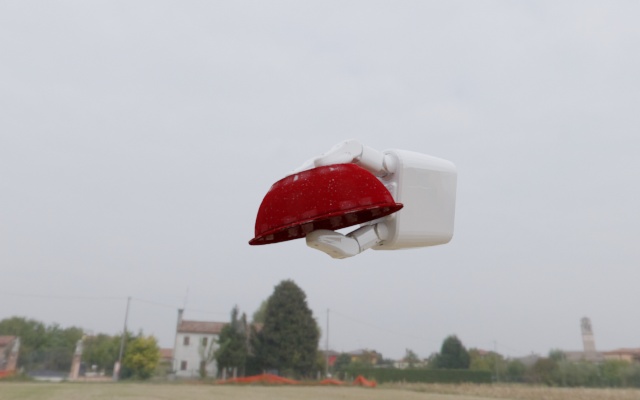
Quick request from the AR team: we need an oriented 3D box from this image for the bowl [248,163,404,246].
[{"bbox_3d":[-0.001,0.001,0.488,0.162,0.055,0.162,-14,-8,-2],"label":"bowl"}]
